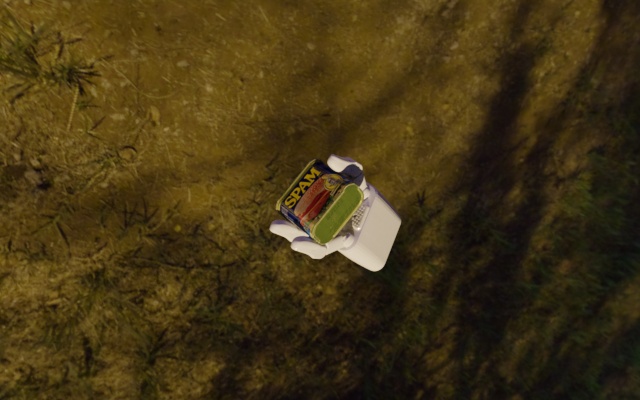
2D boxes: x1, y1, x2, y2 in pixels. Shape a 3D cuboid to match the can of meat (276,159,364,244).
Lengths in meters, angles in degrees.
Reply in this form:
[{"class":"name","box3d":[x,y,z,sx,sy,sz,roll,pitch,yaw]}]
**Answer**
[{"class":"can of meat","box3d":[0.000,0.002,0.683,0.084,0.102,0.057,35,-6,41]}]
